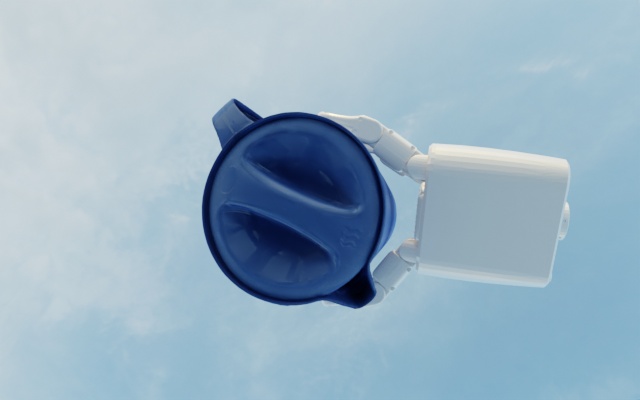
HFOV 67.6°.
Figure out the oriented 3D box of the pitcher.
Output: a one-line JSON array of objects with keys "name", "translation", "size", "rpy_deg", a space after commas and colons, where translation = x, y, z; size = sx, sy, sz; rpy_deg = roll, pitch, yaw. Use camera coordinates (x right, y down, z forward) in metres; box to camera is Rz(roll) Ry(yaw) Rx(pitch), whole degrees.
[{"name": "pitcher", "translation": [0.000, 0.002, 0.438], "size": [0.145, 0.149, 0.243], "rpy_deg": [5, -1, 14]}]
